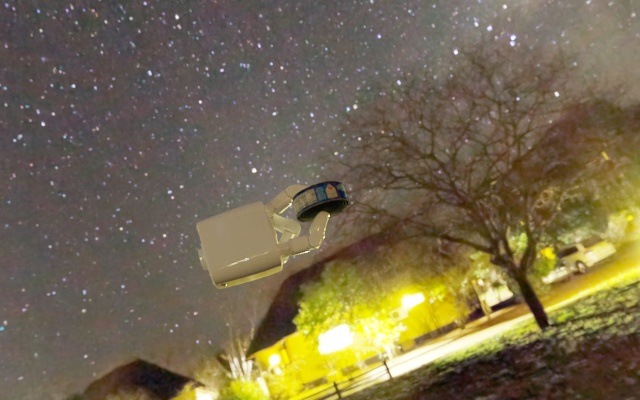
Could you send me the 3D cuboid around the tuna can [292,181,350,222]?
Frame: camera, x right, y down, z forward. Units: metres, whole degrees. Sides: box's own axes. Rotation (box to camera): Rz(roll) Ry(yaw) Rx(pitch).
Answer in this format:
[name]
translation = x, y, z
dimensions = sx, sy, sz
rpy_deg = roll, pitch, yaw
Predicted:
[tuna can]
translation = 0.000, 0.002, 0.743
dimensions = 0.086, 0.033, 0.086
rpy_deg = -16, -17, -5
